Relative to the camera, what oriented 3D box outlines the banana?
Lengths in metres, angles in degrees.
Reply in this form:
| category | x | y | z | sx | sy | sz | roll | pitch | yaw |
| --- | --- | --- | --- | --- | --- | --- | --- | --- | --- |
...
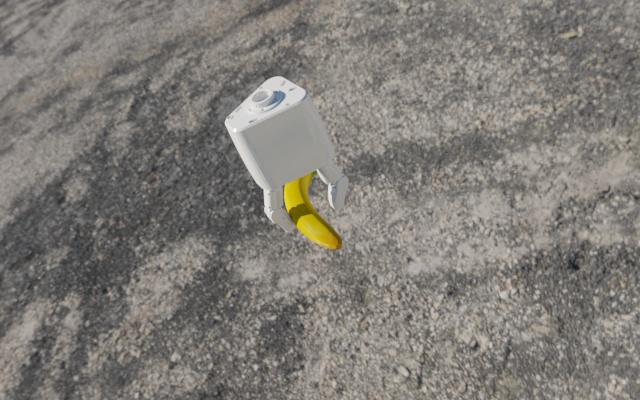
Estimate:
| category | x | y | z | sx | sy | sz | roll | pitch | yaw |
| --- | --- | --- | --- | --- | --- | --- | --- | --- | --- |
| banana | -0.018 | 0.005 | 0.725 | 0.069 | 0.037 | 0.197 | -16 | 42 | 1 |
